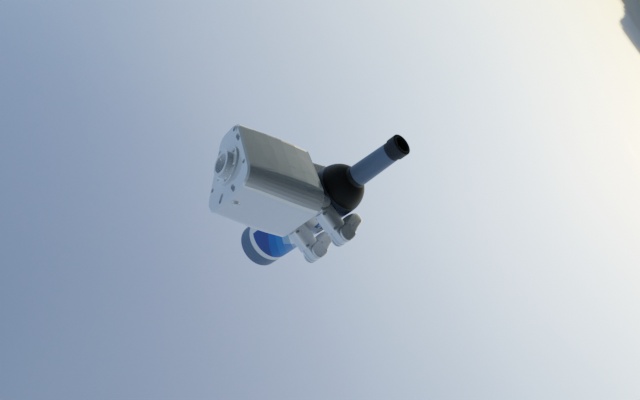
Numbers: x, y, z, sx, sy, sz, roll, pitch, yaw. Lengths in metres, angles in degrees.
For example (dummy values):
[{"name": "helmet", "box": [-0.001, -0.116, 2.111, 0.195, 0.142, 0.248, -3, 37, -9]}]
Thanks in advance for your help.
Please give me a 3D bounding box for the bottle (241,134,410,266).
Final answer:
[{"name": "bottle", "box": [0.000, 0.002, 0.637, 0.069, 0.069, 0.296, 0, -27, -45]}]
